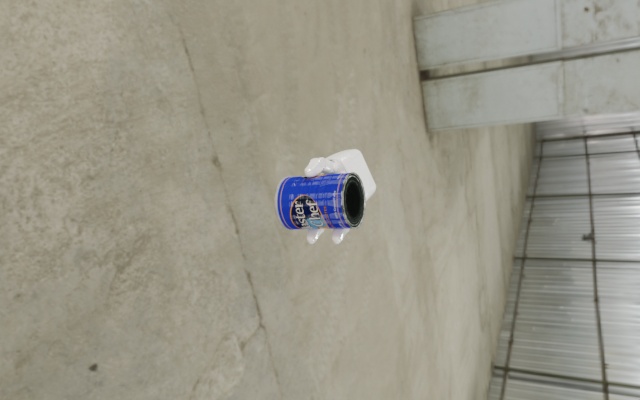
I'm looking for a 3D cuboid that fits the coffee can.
[{"bbox_3d":[0.000,0.003,0.886,0.140,0.103,0.103,-2,-1,28],"label":"coffee can"}]
